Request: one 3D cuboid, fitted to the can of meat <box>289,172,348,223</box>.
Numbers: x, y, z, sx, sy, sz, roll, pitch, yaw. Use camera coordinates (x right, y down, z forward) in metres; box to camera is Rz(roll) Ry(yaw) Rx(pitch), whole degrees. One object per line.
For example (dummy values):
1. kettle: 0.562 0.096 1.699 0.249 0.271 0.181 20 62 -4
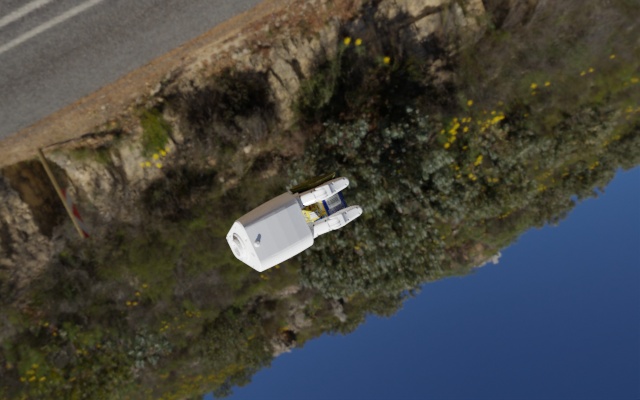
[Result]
1. can of meat: 0.000 0.003 0.853 0.057 0.084 0.102 -28 9 -31
